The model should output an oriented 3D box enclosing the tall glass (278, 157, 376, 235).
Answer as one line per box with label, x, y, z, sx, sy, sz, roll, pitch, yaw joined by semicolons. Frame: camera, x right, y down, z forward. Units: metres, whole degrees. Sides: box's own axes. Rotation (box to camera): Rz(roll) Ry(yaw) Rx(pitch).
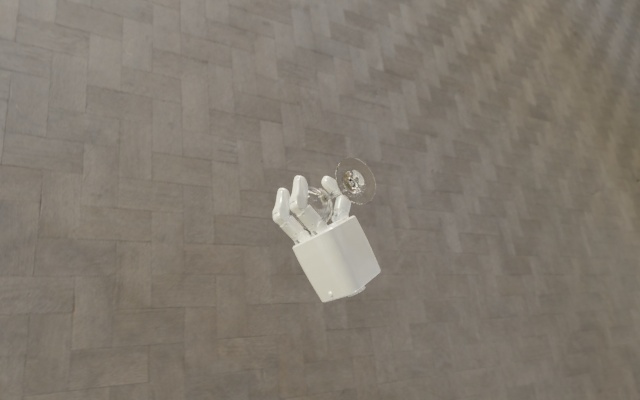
tall glass;0.000;0.002;0.786;0.079;0.079;0.201;0;-19;-35
